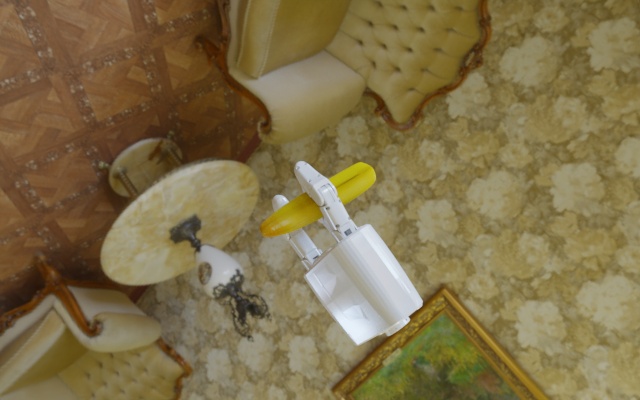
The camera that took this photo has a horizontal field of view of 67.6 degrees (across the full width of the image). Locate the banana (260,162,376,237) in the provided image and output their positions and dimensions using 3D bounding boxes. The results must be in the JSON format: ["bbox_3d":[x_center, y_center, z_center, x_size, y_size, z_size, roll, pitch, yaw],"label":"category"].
[{"bbox_3d":[0.013,-0.007,0.578,0.197,0.037,0.070,-31,-1,-45],"label":"banana"}]
